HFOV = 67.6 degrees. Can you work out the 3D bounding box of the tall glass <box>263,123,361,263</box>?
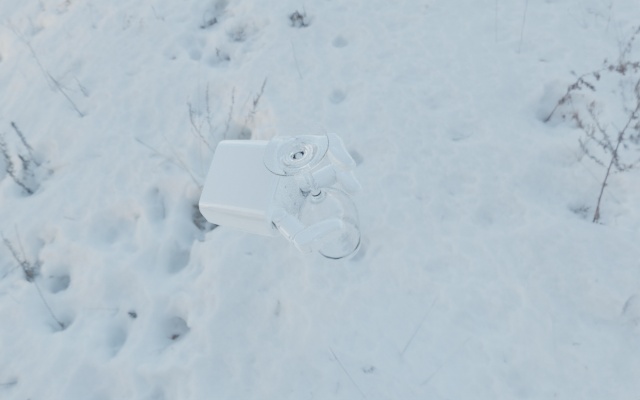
[{"bbox_3d":[0.000,0.002,0.586,0.079,0.079,0.201,0,-35,20],"label":"tall glass"}]
